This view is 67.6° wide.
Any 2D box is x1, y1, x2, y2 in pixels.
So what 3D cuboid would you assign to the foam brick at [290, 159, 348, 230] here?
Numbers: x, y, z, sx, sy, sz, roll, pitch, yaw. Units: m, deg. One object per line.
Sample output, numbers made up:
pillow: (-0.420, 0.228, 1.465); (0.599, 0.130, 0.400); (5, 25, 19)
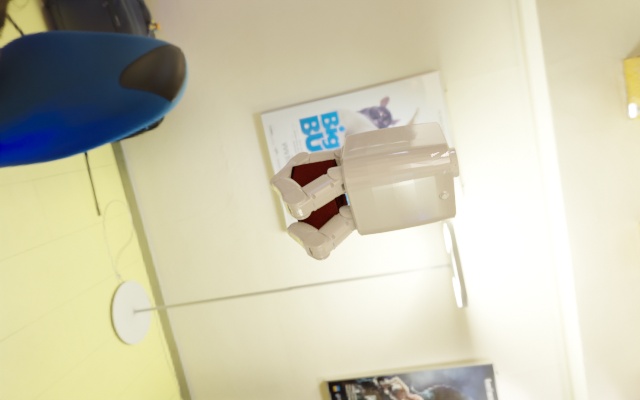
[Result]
foam brick: (0.000, 0.002, 0.542); (0.051, 0.078, 0.053); (-9, 41, 11)
